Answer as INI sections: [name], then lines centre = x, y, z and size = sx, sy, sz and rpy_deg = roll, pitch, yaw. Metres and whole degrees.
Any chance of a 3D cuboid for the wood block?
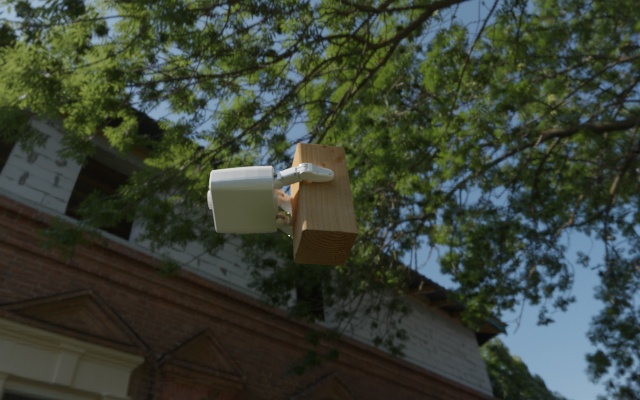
[wood block]
centre = 0.000, 0.002, 0.837
size = 0.090, 0.206, 0.091
rpy_deg = 5, -43, -12
